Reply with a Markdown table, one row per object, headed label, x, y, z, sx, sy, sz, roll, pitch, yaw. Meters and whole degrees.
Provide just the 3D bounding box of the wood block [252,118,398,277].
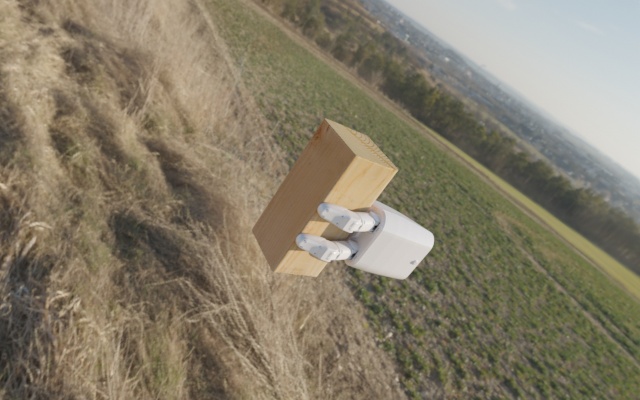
| label | x | y | z | sx | sy | sz | roll | pitch | yaw |
| --- | --- | --- | --- | --- | --- | --- | --- | --- | --- |
| wood block | 0.000 | 0.002 | 0.679 | 0.090 | 0.206 | 0.090 | 14 | 30 | -41 |
